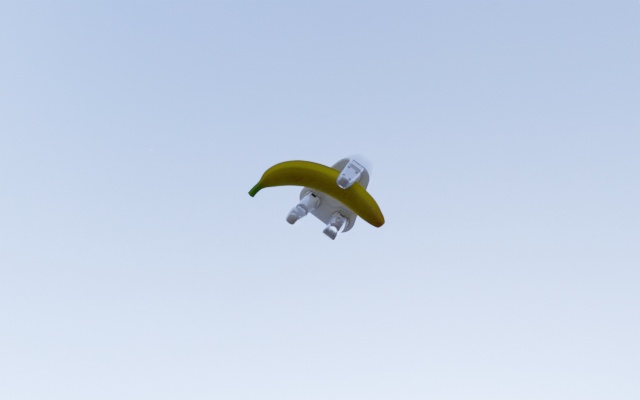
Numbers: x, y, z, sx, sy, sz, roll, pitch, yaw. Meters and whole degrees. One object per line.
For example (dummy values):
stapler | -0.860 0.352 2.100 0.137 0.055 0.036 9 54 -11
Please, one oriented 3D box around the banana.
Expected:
banana | 0.001 -0.017 0.678 0.198 0.069 0.037 14 4 5
